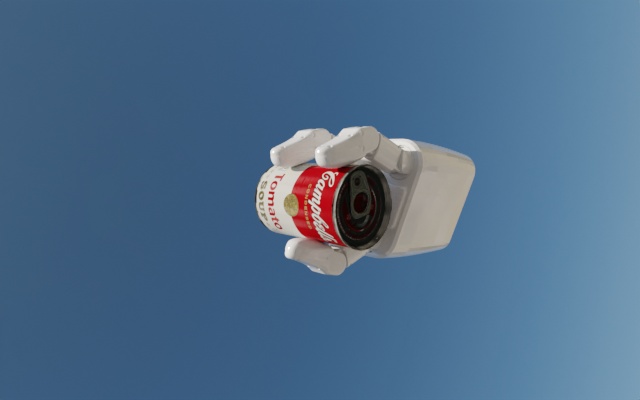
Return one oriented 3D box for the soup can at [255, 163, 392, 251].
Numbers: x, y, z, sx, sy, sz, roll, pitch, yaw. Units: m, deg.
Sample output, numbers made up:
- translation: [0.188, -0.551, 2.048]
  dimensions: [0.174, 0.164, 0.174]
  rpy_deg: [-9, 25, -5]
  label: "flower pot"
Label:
- translation: [-0.001, 0.001, 0.408]
  dimensions: [0.068, 0.068, 0.102]
  rpy_deg: [0, 5, -44]
  label: "soup can"
